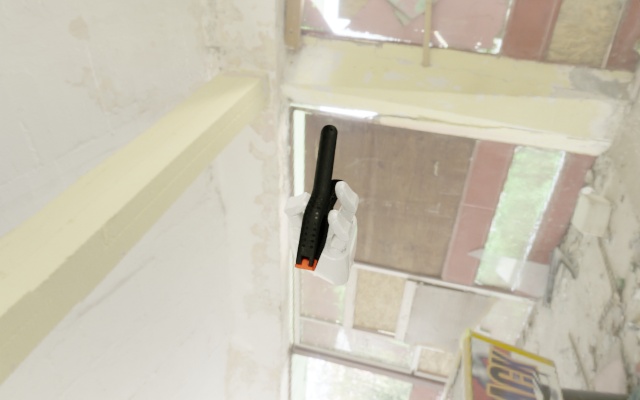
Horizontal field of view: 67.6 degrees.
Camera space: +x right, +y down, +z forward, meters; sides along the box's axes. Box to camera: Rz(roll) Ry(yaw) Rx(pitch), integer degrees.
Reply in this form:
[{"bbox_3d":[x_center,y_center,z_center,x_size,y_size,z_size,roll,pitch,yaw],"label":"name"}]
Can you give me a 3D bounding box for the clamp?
[{"bbox_3d":[-0.001,0.003,0.721,0.036,0.209,0.165,8,-35,13],"label":"clamp"}]
